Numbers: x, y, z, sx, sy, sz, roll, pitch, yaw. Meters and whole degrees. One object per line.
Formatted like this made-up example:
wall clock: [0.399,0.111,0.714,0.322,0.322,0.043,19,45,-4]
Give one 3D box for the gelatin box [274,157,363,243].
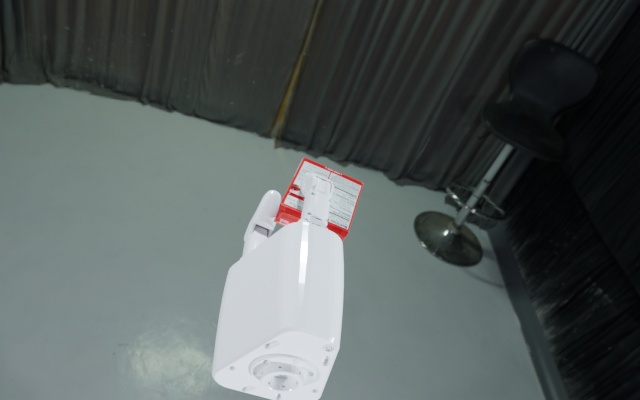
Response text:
gelatin box: [0.000,0.001,0.503,0.073,0.030,0.089,23,41,-1]
